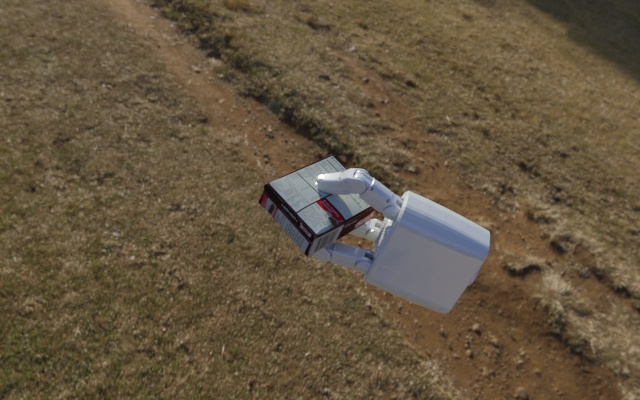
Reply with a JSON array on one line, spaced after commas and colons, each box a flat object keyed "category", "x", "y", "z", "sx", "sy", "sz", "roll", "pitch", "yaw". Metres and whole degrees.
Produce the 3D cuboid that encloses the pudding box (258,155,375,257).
[{"category": "pudding box", "x": 0.000, "y": 0.002, "z": 0.555, "sx": 0.113, "sy": 0.090, "sz": 0.039, "roll": -26, "pitch": -27, "yaw": -40}]
